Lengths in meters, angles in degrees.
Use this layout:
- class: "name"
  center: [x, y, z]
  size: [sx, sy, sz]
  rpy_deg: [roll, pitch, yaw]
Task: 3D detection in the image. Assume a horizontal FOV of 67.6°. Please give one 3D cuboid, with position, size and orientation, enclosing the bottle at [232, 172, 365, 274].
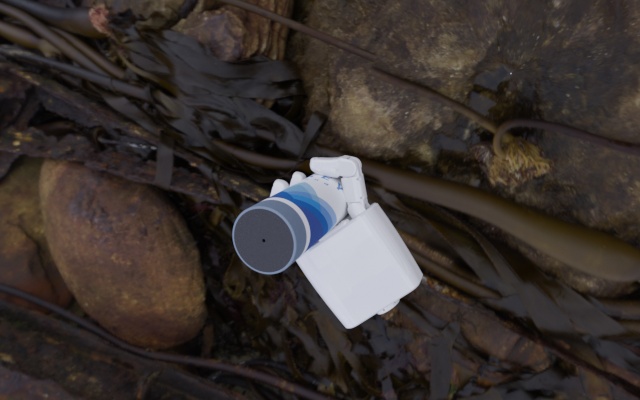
- class: "bottle"
  center: [0.000, 0.002, 0.571]
  size: [0.069, 0.069, 0.295]
  rpy_deg: [0, 14, 22]
